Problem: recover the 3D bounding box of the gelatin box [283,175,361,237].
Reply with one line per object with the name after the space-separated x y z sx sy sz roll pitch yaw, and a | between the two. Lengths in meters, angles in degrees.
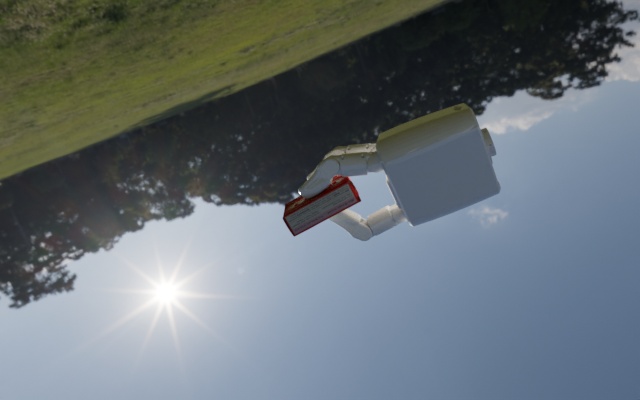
0.000 0.002 0.566 0.089 0.030 0.073 -29 11 4 | gelatin box
